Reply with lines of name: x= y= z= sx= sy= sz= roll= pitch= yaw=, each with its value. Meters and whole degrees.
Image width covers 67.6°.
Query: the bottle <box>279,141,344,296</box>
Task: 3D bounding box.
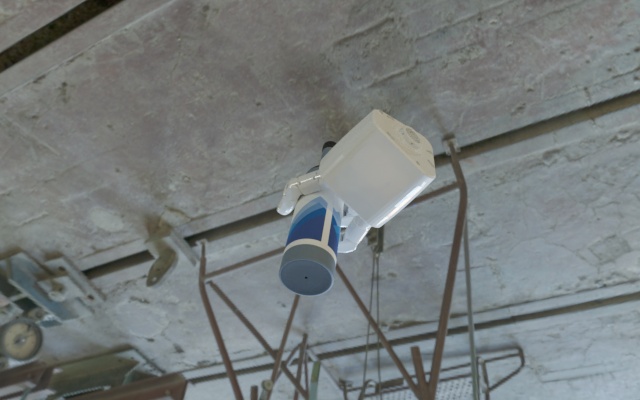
bottle: x=0.000 y=0.002 z=0.683 sx=0.069 sy=0.069 sz=0.295 roll=0 pitch=38 yaw=9
